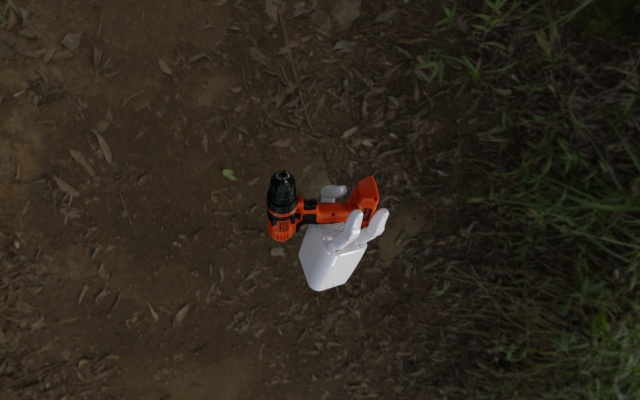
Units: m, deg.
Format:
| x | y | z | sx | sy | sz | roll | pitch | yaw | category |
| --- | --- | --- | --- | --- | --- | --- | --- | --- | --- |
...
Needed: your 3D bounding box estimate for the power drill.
| x | y | z | sx | sy | sz | roll | pitch | yaw | category |
| --- | --- | --- | --- | --- | --- | --- | --- | --- | --- |
| 0.001 | 0.003 | 0.817 | 0.187 | 0.057 | 0.184 | -5 | -30 | -10 | power drill |
